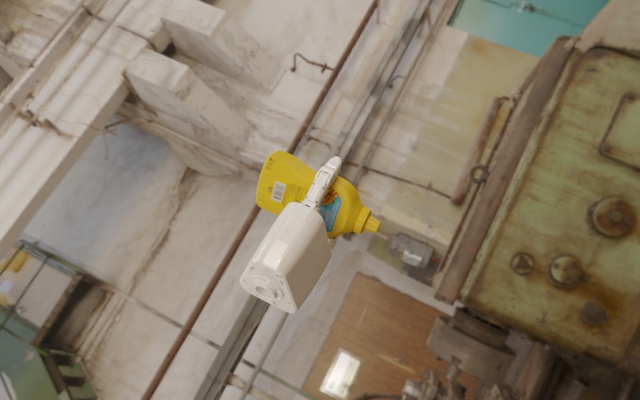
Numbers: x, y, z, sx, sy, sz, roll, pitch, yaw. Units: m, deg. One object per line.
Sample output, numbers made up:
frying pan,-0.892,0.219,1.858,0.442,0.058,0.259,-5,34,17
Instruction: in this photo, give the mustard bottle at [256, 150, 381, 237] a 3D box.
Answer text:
mustard bottle,0.000,0.002,0.722,0.191,0.096,0.058,24,29,11
